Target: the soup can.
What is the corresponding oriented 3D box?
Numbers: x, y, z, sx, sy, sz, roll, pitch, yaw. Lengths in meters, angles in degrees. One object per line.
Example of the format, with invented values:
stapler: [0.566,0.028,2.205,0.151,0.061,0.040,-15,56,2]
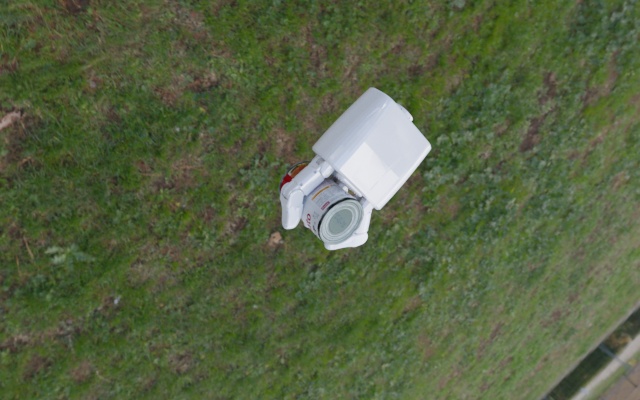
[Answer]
soup can: [0.000,0.002,0.610,0.068,0.068,0.102,0,30,-37]
